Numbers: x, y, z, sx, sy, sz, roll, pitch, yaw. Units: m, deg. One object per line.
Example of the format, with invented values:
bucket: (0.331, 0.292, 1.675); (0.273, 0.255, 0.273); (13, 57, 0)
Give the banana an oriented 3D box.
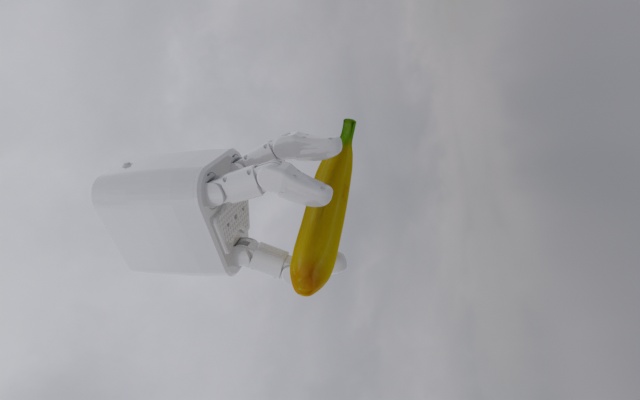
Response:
banana: (0.002, 0.012, 0.417); (0.037, 0.197, 0.070); (5, -43, 9)
